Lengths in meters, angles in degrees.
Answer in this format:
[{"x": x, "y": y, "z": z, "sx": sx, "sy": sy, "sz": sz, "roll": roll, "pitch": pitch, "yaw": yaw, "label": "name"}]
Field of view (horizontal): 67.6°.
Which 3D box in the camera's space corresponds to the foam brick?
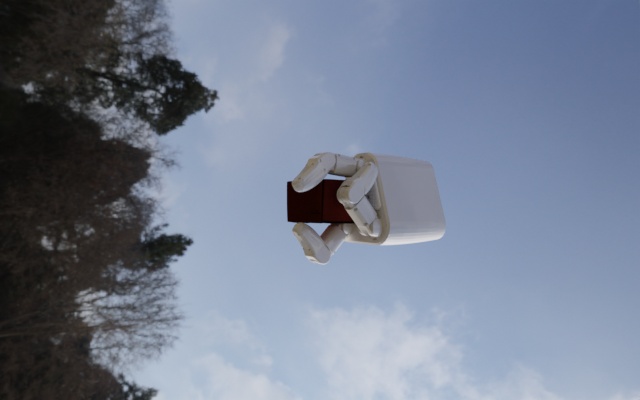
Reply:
[{"x": 0.000, "y": 0.002, "z": 0.580, "sx": 0.051, "sy": 0.053, "sz": 0.078, "roll": 1, "pitch": 0, "yaw": -35, "label": "foam brick"}]
